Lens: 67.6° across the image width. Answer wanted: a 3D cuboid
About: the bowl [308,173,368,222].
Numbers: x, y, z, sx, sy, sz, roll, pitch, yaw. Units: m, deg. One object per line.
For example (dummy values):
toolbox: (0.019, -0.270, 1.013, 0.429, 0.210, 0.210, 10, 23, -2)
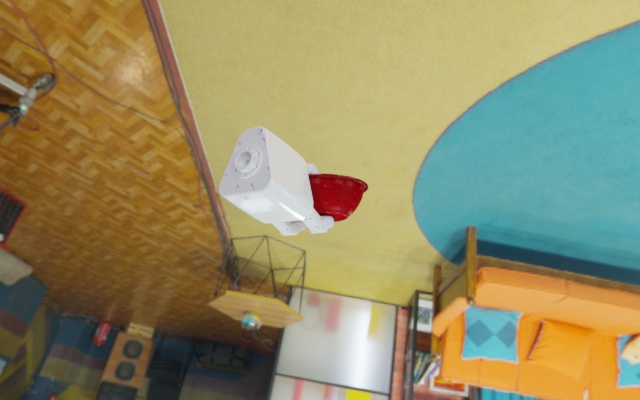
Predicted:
bowl: (0.001, 0.003, 0.806, 0.162, 0.055, 0.162, 0, -13, 0)
